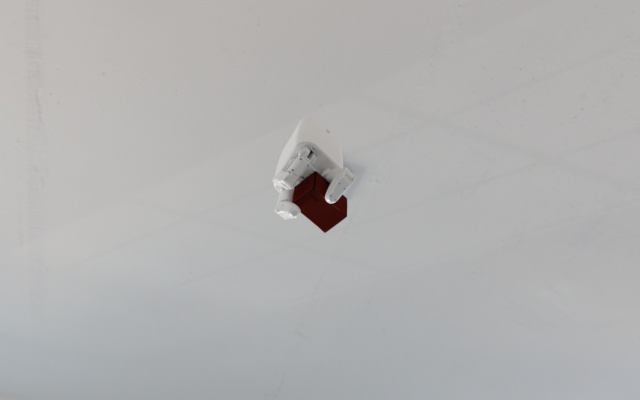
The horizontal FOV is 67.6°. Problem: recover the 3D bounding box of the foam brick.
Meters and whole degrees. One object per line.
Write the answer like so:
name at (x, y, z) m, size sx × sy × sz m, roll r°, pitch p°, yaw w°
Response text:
foam brick at (0.000, 0.003, 0.776) m, size 0.053 × 0.078 × 0.051 m, roll -36°, pitch 27°, yaw 26°
